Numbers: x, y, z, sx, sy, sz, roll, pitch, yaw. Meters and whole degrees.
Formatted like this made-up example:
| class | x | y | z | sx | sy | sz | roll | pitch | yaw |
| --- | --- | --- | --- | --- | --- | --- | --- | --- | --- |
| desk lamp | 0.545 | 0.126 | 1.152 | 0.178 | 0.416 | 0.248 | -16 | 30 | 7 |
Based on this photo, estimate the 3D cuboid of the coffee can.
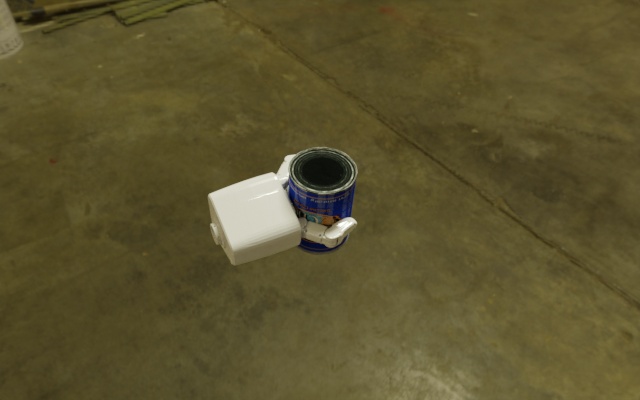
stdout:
| class | x | y | z | sx | sy | sz | roll | pitch | yaw |
| --- | --- | --- | --- | --- | --- | --- | --- | --- | --- |
| coffee can | 0.000 | 0.003 | 0.750 | 0.103 | 0.102 | 0.140 | 0 | -44 | -4 |
